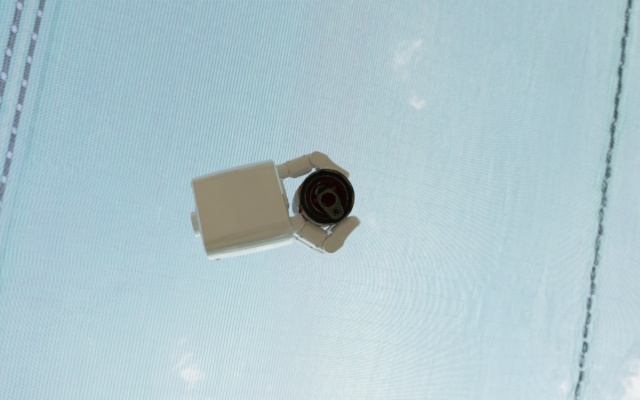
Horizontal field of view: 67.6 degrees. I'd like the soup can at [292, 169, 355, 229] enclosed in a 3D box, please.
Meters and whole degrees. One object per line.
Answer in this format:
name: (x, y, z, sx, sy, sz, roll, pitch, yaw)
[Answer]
soup can: (0.000, 0.002, 0.613, 0.068, 0.068, 0.102, 0, -7, -9)
